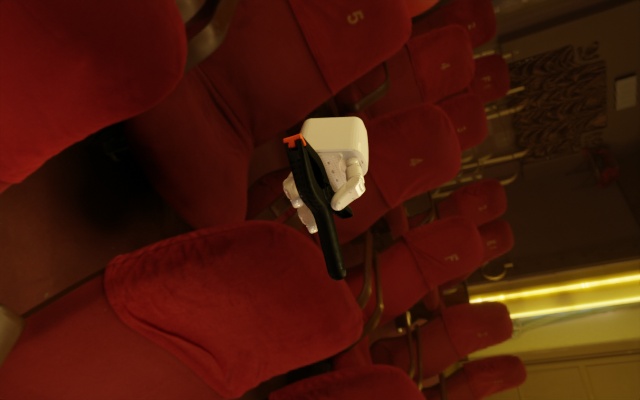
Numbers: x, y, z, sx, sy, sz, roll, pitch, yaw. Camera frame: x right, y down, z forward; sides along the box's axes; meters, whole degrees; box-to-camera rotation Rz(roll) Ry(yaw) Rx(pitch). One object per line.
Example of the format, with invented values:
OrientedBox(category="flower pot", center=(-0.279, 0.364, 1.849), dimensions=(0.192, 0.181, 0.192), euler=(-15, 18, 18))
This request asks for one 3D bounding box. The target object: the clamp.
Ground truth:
OrientedBox(category="clamp", center=(0.001, 0.002, 0.695), dimensions=(0.036, 0.210, 0.164), euler=(-16, 37, 17))
